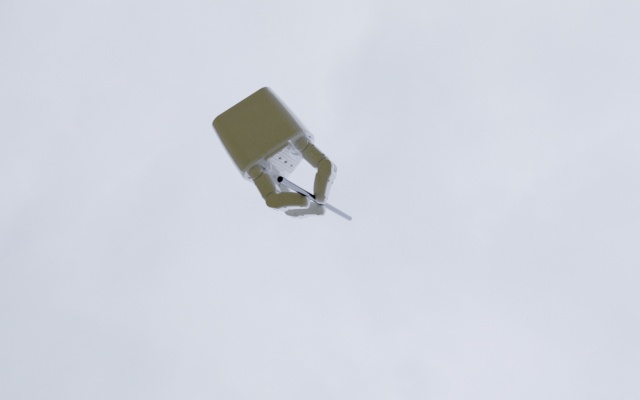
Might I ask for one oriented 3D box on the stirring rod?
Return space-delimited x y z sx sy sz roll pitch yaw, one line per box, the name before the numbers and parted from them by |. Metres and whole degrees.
stirring rod | 0.000 0.002 0.661 0.011 0.011 0.239 0 -13 24
